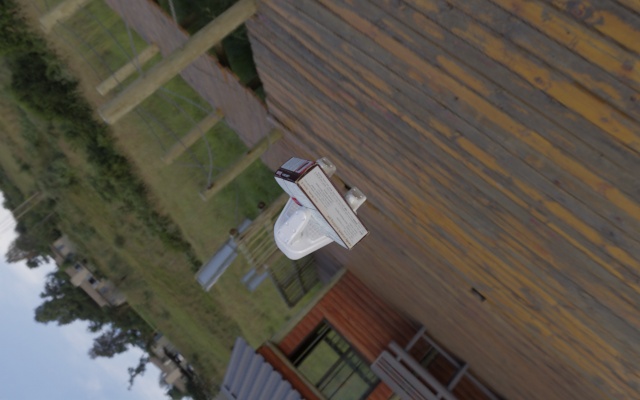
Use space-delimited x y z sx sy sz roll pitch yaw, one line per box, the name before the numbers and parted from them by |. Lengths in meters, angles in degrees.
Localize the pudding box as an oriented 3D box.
pudding box | 0.000 0.002 0.586 0.039 0.113 0.090 -44 22 -11
